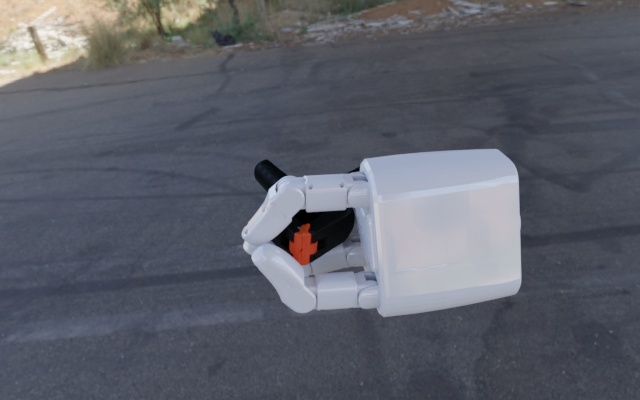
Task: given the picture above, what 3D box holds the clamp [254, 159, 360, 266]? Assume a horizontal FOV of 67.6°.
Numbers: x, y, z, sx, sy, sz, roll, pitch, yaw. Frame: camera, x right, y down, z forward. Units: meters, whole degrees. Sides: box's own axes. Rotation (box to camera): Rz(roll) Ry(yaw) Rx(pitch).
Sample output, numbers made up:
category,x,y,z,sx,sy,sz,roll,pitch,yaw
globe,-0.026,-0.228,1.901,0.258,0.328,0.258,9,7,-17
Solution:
category,x,y,z,sx,sy,sz,roll,pitch,yaw
clamp,0.000,0.001,0.427,0.120,0.039,0.171,-6,28,-4
